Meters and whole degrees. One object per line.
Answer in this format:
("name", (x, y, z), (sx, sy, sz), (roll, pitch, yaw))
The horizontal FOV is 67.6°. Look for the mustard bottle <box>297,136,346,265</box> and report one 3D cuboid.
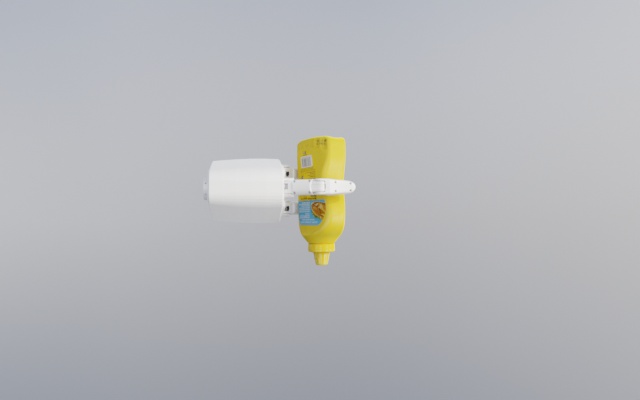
("mustard bottle", (0.000, 0.002, 0.730), (0.058, 0.191, 0.096), (1, -3, -34))
